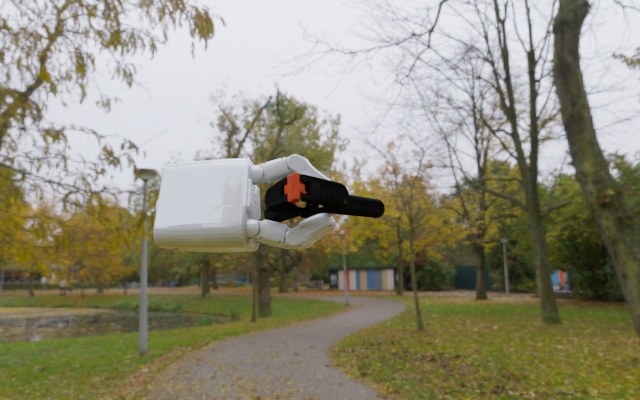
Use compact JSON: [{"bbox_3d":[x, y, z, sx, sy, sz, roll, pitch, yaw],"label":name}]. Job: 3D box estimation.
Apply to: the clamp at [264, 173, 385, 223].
[{"bbox_3d":[0.000,0.001,0.567,0.164,0.036,0.210,-4,-9,2],"label":"clamp"}]
